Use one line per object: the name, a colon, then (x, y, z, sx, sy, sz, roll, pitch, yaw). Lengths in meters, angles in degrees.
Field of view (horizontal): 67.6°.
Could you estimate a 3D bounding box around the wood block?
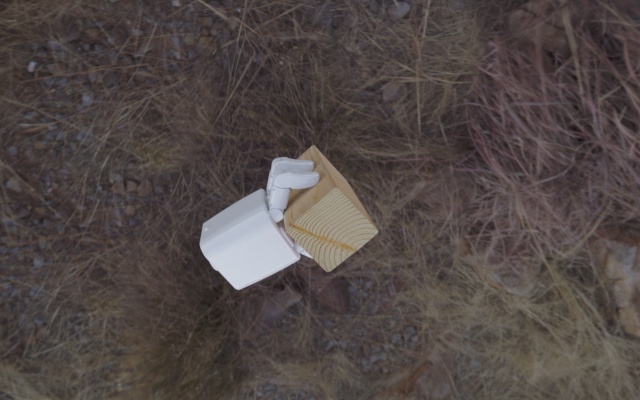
wood block: (0.000, 0.003, 0.707, 0.090, 0.091, 0.206, -40, 22, 7)
